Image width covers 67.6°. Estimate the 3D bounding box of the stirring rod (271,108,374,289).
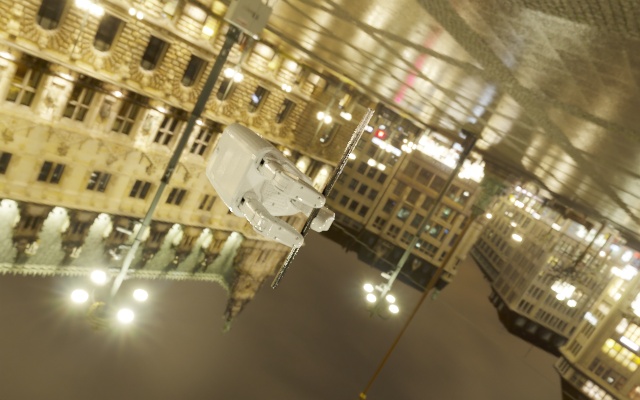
[{"bbox_3d":[0.000,0.002,0.556,0.011,0.239,0.011,27,12,-6],"label":"stirring rod"}]
